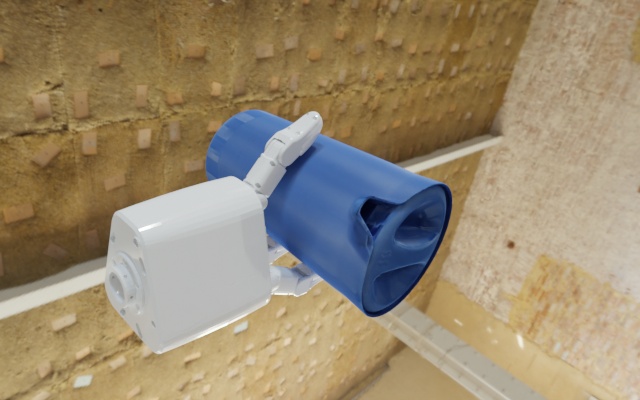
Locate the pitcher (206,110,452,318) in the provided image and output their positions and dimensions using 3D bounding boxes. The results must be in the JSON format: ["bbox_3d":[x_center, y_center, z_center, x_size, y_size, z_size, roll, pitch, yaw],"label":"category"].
[{"bbox_3d":[0.000,0.002,0.488,0.242,0.149,0.145,31,38,33],"label":"pitcher"}]
